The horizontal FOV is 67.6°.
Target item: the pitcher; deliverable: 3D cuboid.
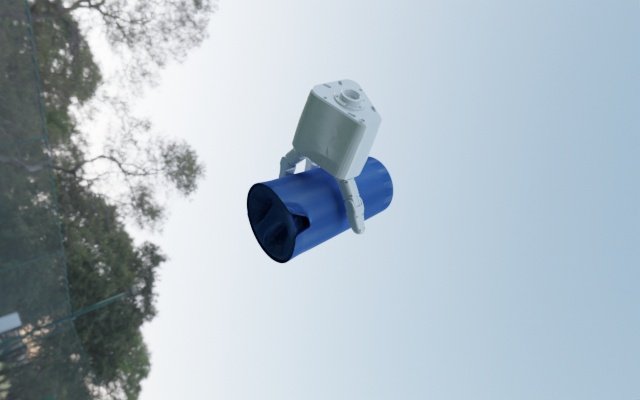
[{"bbox_3d":[0.000,0.003,0.819,0.243,0.145,0.149,-21,55,-35],"label":"pitcher"}]
